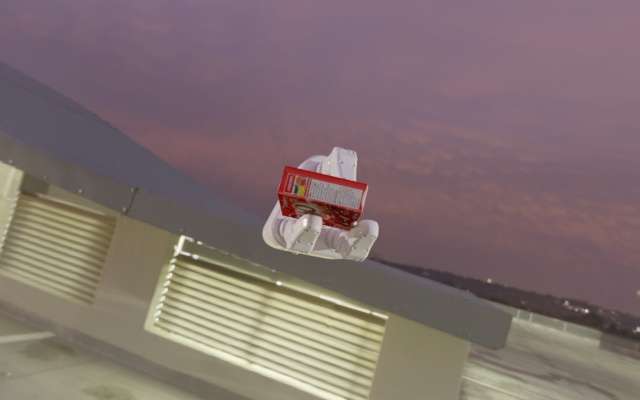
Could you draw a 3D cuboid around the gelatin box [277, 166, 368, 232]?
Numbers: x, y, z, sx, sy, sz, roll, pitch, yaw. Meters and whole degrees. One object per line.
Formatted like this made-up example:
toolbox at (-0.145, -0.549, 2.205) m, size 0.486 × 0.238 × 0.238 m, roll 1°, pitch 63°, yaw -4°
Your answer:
gelatin box at (0.000, 0.001, 0.440) m, size 0.073 × 0.030 × 0.089 m, roll 13°, pitch -14°, yaw 1°
